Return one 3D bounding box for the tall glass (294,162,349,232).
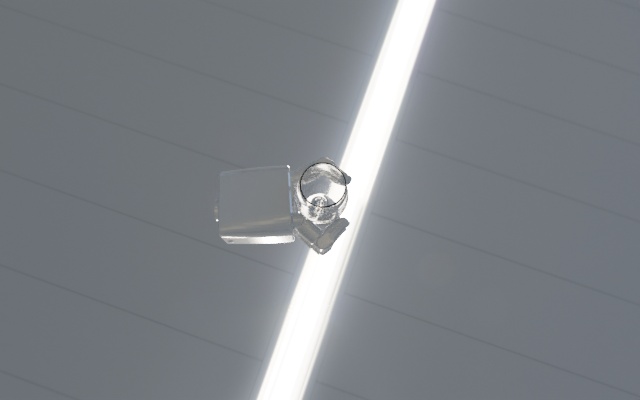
[{"bbox_3d":[0.000,0.002,0.721,0.079,0.079,0.201,0,-14,-2],"label":"tall glass"}]
